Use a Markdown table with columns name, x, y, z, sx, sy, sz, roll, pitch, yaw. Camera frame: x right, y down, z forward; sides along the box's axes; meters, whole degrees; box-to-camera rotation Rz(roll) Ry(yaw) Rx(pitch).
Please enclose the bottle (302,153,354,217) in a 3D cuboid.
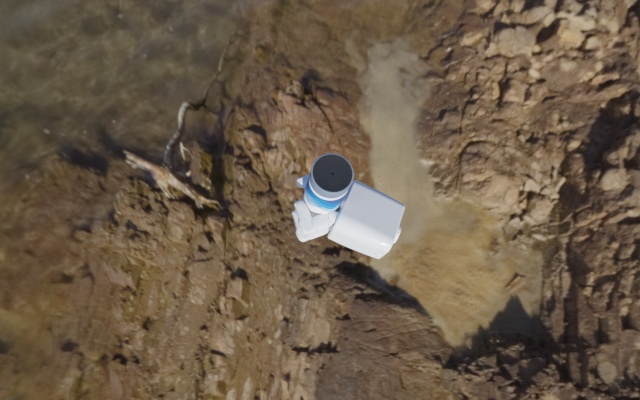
| name | x | y | z | sx | sy | sz | roll | pitch | yaw |
| --- | --- | --- | --- | --- | --- | --- | --- | --- | --- |
| bottle | 0.000 | 0.003 | 0.867 | 0.069 | 0.069 | 0.296 | 0 | -18 | -8 |
